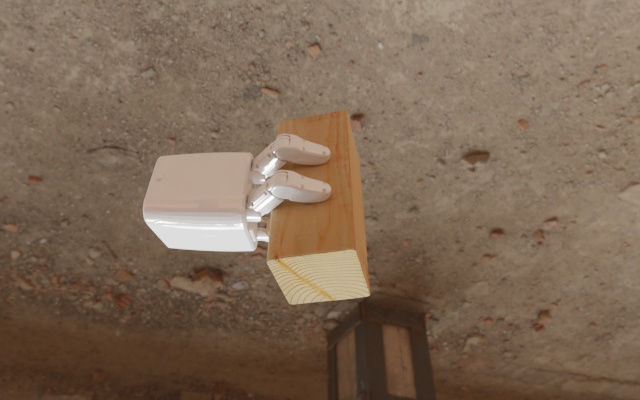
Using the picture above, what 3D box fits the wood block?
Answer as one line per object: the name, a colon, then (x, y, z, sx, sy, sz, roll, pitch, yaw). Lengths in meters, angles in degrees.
wood block: (0.000, 0.002, 0.545, 0.090, 0.206, 0.091, -8, -42, 9)
